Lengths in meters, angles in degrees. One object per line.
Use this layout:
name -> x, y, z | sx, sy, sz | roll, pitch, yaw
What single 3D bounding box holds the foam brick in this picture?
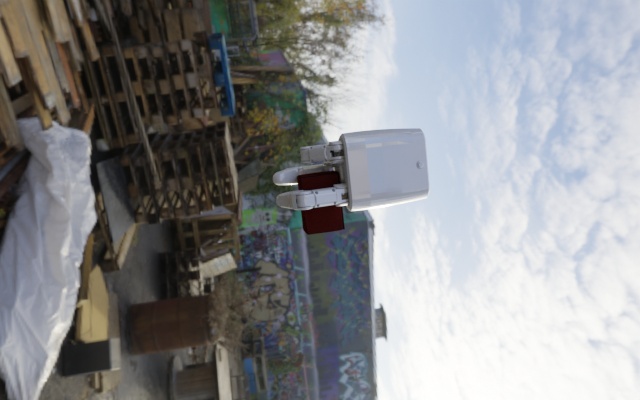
foam brick -> 0.000, 0.002, 0.637 | 0.051, 0.078, 0.053 | -7, 7, -8
